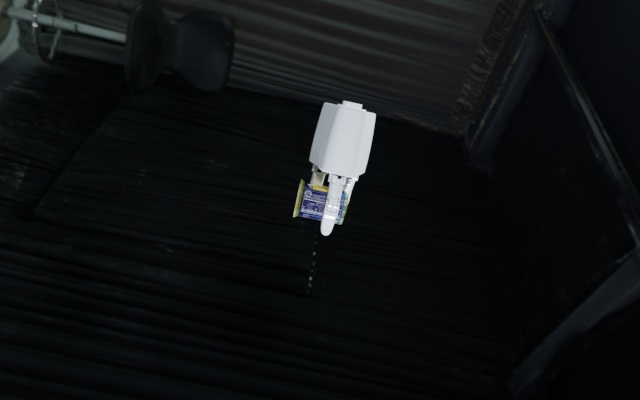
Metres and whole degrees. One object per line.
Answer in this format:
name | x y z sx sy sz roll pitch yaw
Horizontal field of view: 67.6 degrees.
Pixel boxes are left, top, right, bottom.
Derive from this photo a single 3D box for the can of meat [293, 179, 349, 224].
can of meat | 0.000 0.003 0.824 0.084 0.057 0.102 12 8 -3
